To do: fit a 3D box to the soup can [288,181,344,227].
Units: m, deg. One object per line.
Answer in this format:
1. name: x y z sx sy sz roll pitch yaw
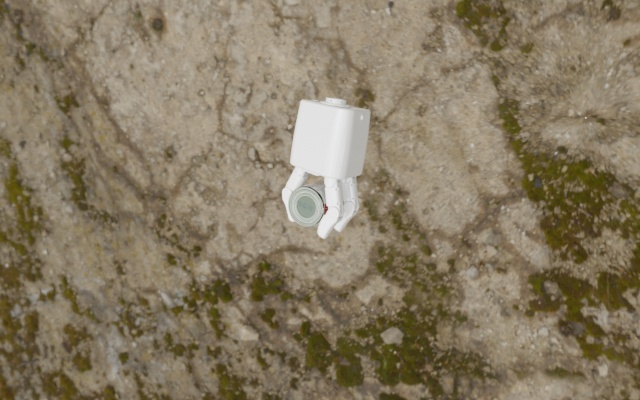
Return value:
1. soup can: 0.000 0.003 0.799 0.068 0.068 0.102 0 8 29
